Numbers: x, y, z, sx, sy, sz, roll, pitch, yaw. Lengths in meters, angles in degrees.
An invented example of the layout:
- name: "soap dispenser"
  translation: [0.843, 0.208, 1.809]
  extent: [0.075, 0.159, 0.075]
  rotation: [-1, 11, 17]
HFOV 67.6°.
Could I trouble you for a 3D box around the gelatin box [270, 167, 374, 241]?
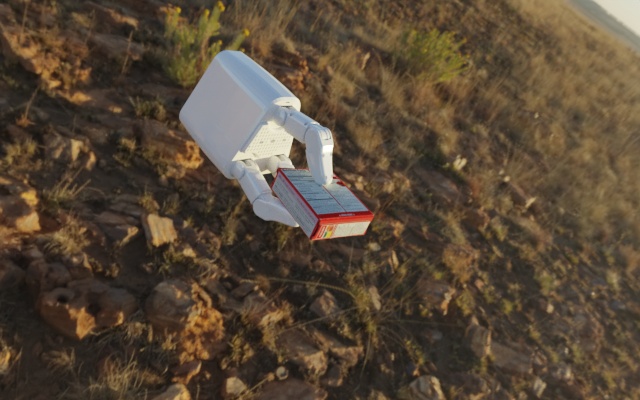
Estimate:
- name: "gelatin box"
  translation: [0.000, 0.001, 0.498]
  extent: [0.073, 0.030, 0.089]
  rotation: [-2, 38, -40]
